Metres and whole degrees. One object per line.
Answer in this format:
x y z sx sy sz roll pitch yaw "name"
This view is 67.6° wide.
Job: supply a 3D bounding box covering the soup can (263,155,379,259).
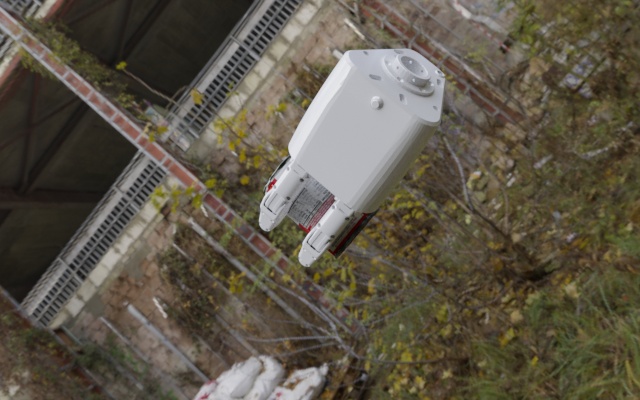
0.000 0.002 0.493 0.102 0.068 0.068 40 6 7 "soup can"
